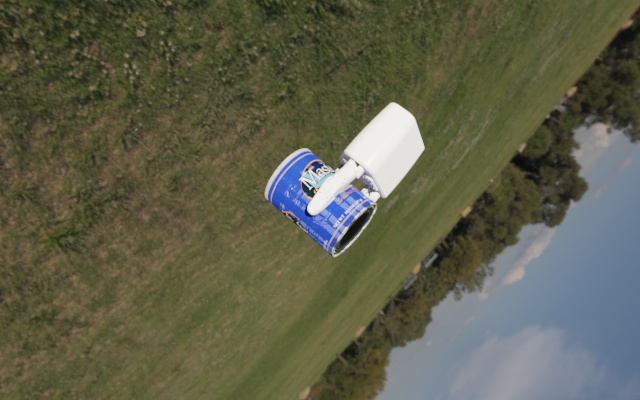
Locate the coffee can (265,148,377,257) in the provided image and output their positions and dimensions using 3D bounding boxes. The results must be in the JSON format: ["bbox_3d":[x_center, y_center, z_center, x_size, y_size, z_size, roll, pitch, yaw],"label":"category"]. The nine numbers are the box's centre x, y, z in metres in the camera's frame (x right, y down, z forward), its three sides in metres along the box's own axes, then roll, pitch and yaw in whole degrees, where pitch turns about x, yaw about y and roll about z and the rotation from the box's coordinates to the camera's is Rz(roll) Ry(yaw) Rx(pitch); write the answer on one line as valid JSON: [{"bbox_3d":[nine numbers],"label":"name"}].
[{"bbox_3d":[0.000,0.002,0.727,0.140,0.103,0.103,40,13,16],"label":"coffee can"}]
